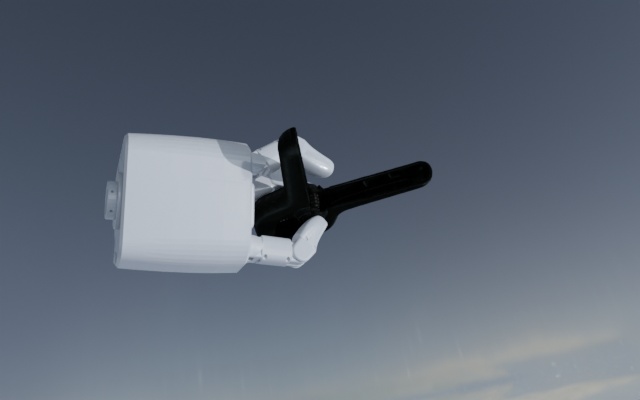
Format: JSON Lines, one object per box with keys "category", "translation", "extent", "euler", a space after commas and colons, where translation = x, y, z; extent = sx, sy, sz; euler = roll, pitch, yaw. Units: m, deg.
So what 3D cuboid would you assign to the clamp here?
{"category": "clamp", "translation": [0.000, 0.003, 0.492], "extent": [0.164, 0.036, 0.210], "euler": [7, -30, -26]}
